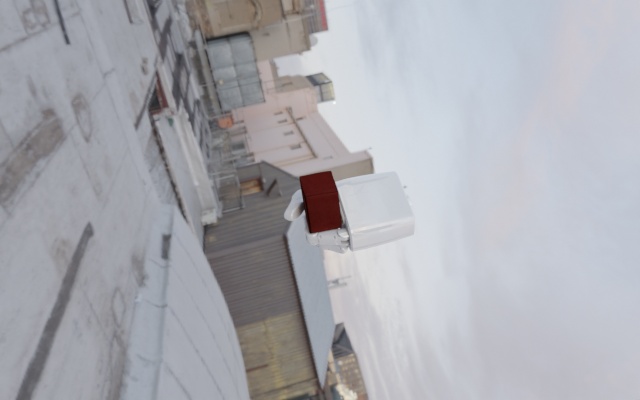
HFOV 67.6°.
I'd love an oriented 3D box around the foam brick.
[{"bbox_3d":[0.000,0.002,0.728,0.051,0.078,0.053,-11,42,-4],"label":"foam brick"}]
